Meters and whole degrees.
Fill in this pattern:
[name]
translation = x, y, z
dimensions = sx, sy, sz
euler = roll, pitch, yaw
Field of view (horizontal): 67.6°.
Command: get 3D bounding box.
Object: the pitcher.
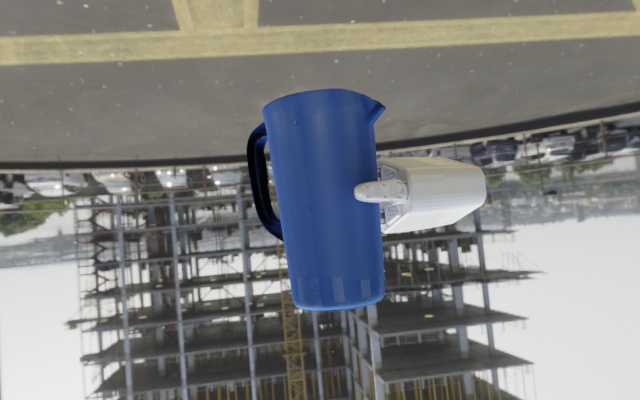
[pitcher]
translation = 0.000, 0.002, 0.568
dimensions = 0.145, 0.243, 0.149
euler = -5, -4, -18
